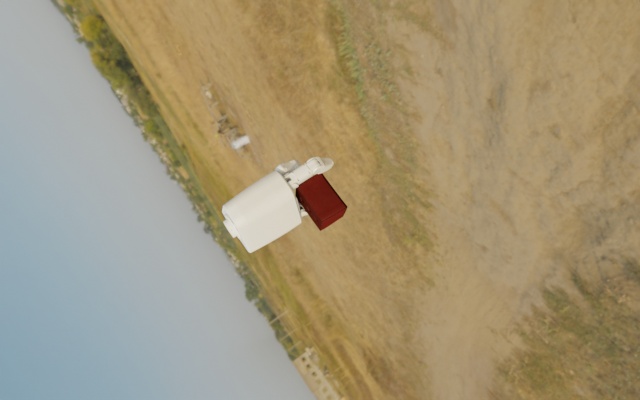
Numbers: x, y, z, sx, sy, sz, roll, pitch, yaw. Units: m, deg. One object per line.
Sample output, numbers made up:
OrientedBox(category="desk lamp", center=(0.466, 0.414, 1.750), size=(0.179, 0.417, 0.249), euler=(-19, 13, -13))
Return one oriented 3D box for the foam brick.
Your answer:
OrientedBox(category="foam brick", center=(0.000, 0.003, 0.808), size=(0.051, 0.078, 0.053), euler=(-33, -16, -16))
